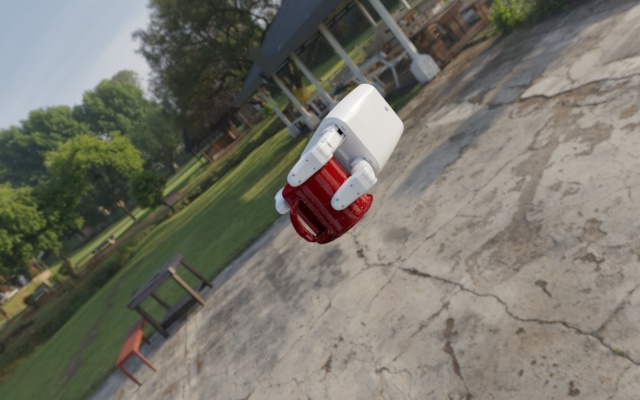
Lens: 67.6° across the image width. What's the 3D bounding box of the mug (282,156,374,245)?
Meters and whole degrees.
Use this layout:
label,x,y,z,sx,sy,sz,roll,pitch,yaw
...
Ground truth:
label,x,y,z,sx,sy,sz,roll,pitch,yaw
mug,-0.001,0.003,0.593,0.093,0.081,0.117,-28,19,47
